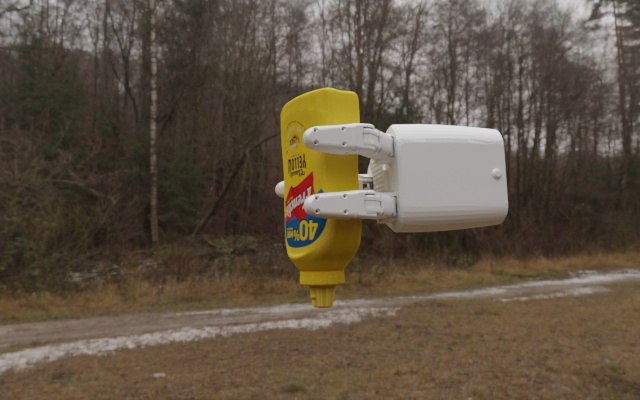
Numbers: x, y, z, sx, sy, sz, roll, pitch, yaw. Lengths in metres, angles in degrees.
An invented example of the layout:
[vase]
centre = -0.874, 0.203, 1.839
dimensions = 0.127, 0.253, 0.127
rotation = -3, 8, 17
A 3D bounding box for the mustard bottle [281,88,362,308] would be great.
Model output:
[mustard bottle]
centre = 0.000, 0.001, 0.443
dimensions = 0.058, 0.191, 0.096
rotation = 1, -6, -33
